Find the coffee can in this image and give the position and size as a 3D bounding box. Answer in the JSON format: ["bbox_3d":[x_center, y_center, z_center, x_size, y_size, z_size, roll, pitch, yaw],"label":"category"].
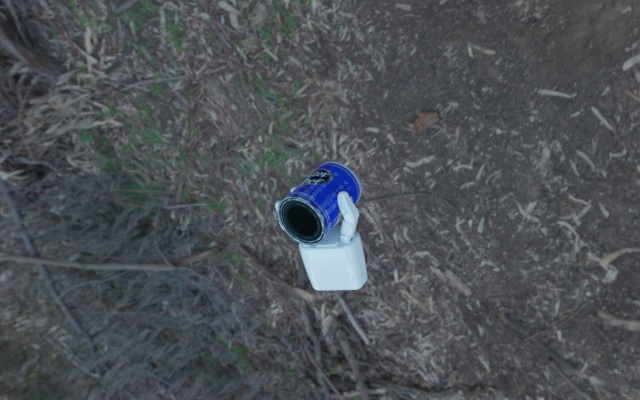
[{"bbox_3d":[0.000,0.003,0.895,0.103,0.103,0.140,0,30,36],"label":"coffee can"}]
